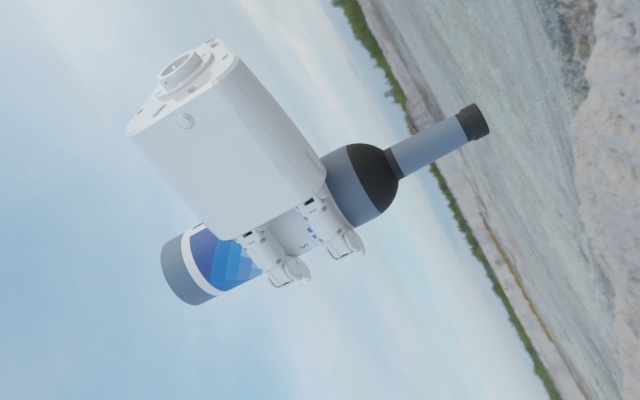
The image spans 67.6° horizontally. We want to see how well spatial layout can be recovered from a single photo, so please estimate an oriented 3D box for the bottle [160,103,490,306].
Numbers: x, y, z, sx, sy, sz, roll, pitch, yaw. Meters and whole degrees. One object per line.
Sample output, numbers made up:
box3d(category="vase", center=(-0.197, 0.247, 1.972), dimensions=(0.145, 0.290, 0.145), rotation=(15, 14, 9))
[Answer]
box3d(category="bottle", center=(0.000, 0.002, 0.410), dimensions=(0.296, 0.069, 0.069), rotation=(-28, -7, 14))
